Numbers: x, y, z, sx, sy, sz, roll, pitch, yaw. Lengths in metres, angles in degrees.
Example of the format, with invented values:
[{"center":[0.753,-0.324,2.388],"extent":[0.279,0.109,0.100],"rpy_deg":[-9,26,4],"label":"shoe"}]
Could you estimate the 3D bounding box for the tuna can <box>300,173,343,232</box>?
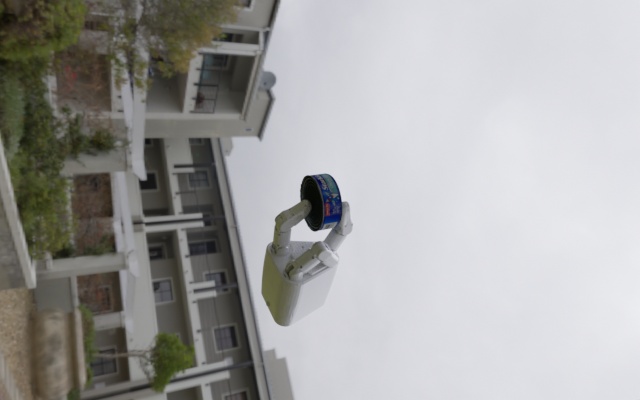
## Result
[{"center":[0.001,0.002,0.719],"extent":[0.034,0.086,0.086],"rpy_deg":[-9,3,-23],"label":"tuna can"}]
